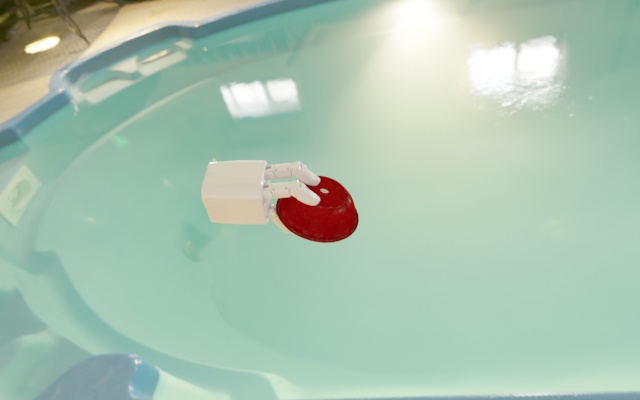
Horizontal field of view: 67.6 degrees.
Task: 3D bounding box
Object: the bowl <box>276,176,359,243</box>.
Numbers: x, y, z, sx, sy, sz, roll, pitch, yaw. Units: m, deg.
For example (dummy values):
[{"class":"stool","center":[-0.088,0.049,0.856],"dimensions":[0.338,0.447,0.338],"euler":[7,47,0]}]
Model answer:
[{"class":"bowl","center":[0.002,0.003,0.892],"dimensions":[0.162,0.055,0.162],"euler":[9,40,-8]}]
